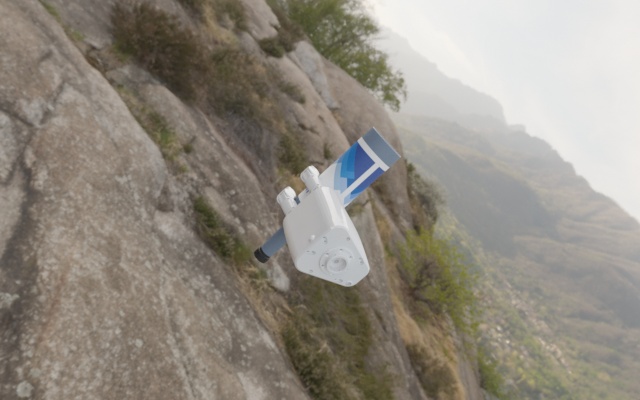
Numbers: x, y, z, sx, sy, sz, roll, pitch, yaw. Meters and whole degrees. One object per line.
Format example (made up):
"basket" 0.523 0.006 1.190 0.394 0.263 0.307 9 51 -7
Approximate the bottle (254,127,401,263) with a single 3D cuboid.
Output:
"bottle" 0.000 0.002 0.795 0.296 0.069 0.069 -42 -12 13
